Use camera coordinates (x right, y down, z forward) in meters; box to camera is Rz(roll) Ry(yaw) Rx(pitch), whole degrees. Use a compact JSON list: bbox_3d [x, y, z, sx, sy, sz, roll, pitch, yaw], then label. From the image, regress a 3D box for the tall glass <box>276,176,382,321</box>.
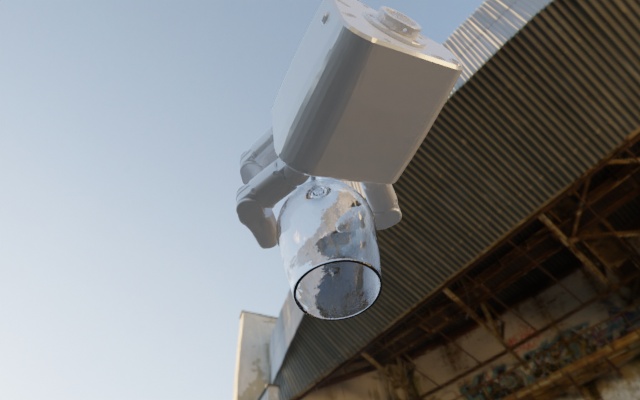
[{"bbox_3d":[0.000,0.001,0.402,0.079,0.079,0.200,0,38,-9],"label":"tall glass"}]
